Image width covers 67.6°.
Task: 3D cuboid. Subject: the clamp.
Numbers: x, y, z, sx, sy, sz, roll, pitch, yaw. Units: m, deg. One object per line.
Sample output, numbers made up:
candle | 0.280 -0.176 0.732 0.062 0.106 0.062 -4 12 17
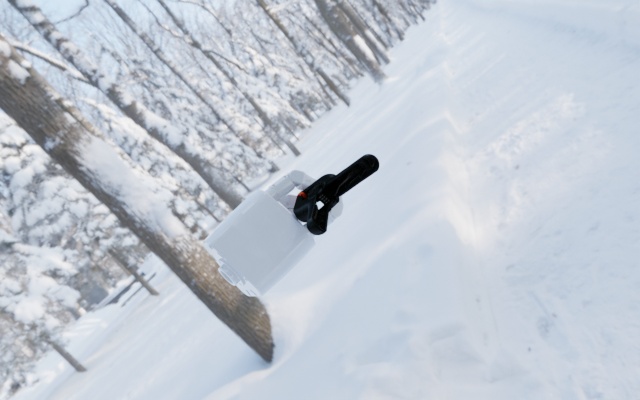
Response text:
clamp | 0.000 0.002 0.619 0.120 0.039 0.171 -45 9 -24
